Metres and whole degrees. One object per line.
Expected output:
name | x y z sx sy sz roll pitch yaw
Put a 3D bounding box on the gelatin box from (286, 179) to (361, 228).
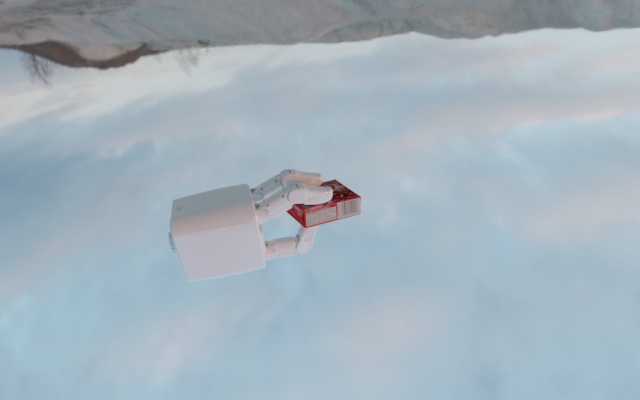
gelatin box | 0.000 0.002 0.656 0.089 0.030 0.073 -13 26 -23
